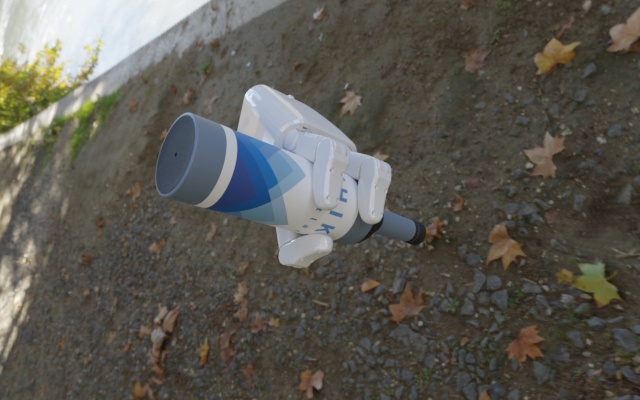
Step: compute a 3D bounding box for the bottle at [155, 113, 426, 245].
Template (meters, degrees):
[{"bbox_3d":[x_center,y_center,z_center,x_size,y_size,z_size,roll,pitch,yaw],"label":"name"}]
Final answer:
[{"bbox_3d":[0.000,0.001,0.449,0.296,0.069,0.069,18,-12,-39],"label":"bottle"}]
